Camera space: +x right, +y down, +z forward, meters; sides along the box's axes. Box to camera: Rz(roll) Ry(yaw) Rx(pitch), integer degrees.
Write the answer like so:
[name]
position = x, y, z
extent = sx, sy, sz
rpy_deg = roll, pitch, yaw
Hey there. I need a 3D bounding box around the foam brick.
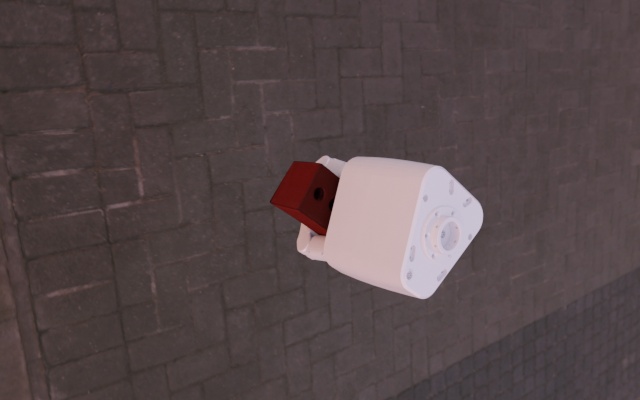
[foam brick]
position = 0.000, 0.002, 0.490
extent = 0.078, 0.053, 0.051
rpy_deg = 35, -14, -33
